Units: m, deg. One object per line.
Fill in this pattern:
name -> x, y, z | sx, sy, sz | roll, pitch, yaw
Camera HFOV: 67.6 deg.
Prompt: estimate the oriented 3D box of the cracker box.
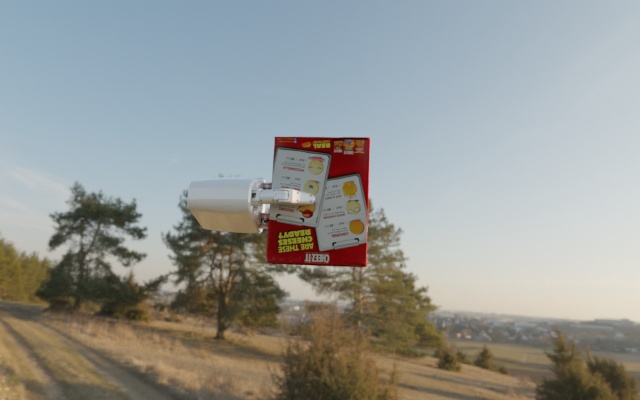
cracker box -> 0.000, 0.002, 0.806 | 0.164, 0.213, 0.072 | 1, -11, 7
